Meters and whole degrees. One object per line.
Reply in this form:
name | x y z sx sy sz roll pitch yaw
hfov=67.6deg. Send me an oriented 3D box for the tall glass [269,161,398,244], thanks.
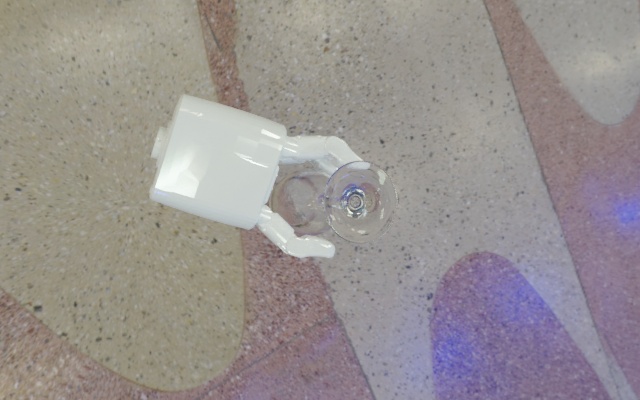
tall glass | 0.000 0.002 0.518 0.079 0.079 0.201 0 0 -21
